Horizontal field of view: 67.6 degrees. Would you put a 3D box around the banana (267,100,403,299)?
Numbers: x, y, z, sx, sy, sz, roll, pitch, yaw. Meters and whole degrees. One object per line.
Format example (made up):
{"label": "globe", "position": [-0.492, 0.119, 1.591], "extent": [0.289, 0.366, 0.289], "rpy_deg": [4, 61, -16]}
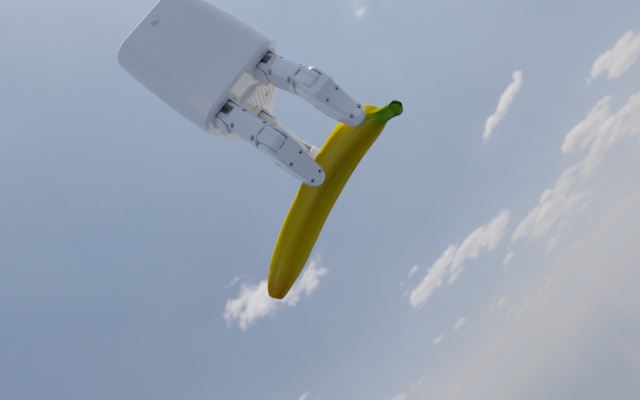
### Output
{"label": "banana", "position": [0.002, -0.007, 0.418], "extent": [0.037, 0.198, 0.069], "rpy_deg": [28, 15, -9]}
